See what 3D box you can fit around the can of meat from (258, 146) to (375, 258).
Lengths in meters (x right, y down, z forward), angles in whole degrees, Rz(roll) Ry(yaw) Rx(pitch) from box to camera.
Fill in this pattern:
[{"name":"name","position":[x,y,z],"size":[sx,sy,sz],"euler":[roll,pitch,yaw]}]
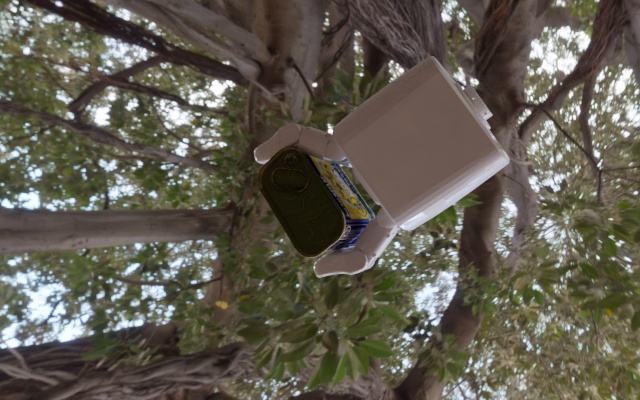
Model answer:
[{"name":"can of meat","position":[0.000,0.002,0.466],"size":[0.057,0.102,0.084],"euler":[-40,-19,21]}]
